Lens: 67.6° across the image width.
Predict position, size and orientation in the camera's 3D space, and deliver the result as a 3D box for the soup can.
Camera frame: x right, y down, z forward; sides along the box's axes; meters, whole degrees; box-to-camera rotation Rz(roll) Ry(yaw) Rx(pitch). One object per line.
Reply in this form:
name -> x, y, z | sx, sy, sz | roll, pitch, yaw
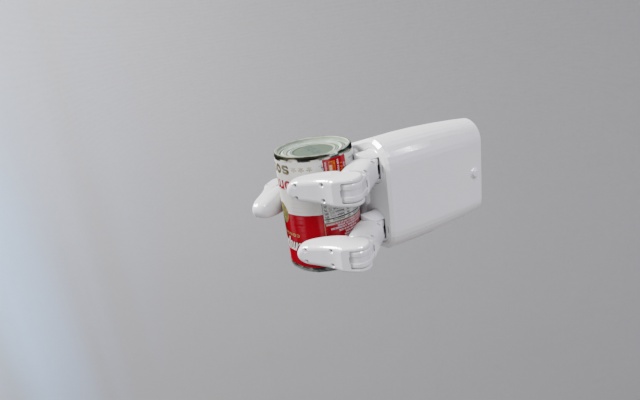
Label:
soup can -> 0.000, 0.001, 0.415 | 0.068, 0.102, 0.068 | -7, 21, 3
